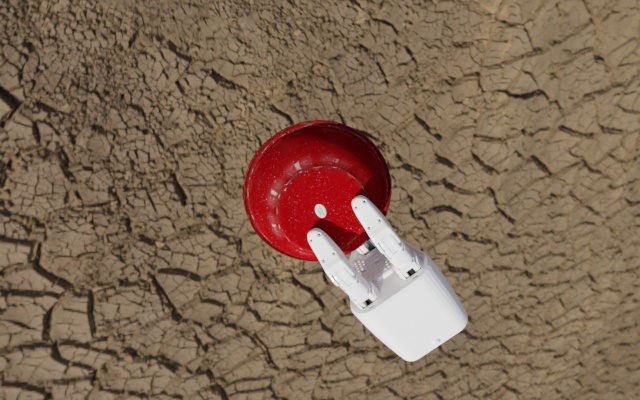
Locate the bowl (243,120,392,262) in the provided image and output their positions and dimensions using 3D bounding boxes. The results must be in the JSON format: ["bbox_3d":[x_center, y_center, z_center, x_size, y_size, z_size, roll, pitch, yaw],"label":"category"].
[{"bbox_3d":[-0.001,0.001,0.493,0.162,0.162,0.055,0,20,-6],"label":"bowl"}]
